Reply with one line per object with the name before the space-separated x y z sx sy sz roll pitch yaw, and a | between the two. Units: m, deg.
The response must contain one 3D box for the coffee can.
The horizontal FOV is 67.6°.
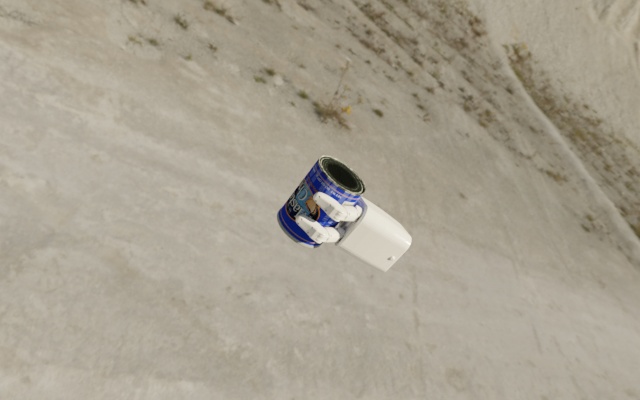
coffee can | 0.000 0.003 0.867 0.103 0.140 0.102 30 27 -17
